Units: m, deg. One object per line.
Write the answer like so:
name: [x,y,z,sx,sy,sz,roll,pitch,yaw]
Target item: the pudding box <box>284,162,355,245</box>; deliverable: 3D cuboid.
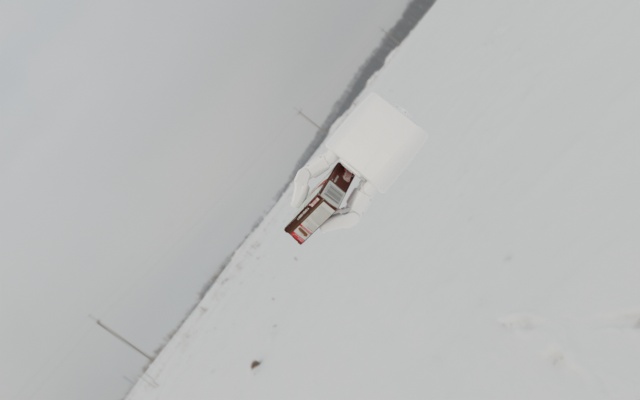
pudding box: [0.000,0.002,0.712,0.090,0.039,0.113,-46,5,32]
